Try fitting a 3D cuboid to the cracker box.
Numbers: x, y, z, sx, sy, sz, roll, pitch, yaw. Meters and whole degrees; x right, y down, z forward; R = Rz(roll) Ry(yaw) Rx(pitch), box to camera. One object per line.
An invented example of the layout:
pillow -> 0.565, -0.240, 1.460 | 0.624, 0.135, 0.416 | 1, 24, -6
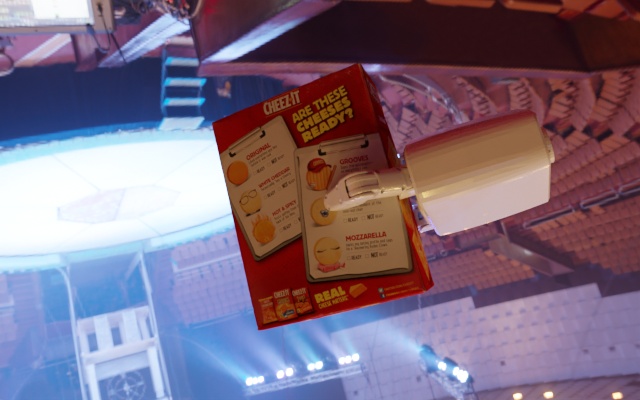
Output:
cracker box -> 0.000, 0.002, 0.467 | 0.164, 0.213, 0.072 | -18, -11, 17
